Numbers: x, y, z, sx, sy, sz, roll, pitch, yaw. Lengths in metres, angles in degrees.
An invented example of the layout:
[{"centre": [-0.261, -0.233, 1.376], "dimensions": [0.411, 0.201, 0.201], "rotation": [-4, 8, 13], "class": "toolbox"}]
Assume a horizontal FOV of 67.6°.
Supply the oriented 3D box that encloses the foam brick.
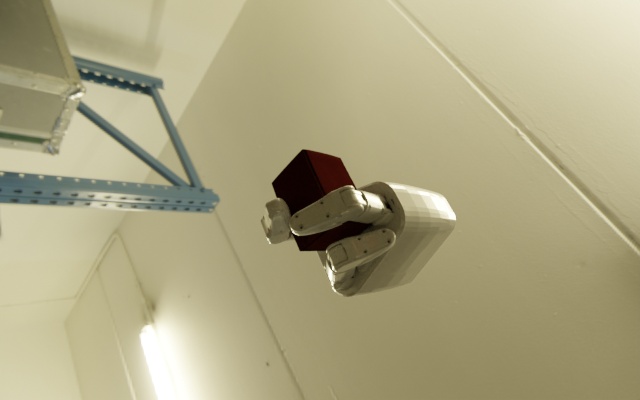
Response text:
[{"centre": [0.000, 0.001, 0.438], "dimensions": [0.051, 0.078, 0.053], "rotation": [4, -36, -47], "class": "foam brick"}]
